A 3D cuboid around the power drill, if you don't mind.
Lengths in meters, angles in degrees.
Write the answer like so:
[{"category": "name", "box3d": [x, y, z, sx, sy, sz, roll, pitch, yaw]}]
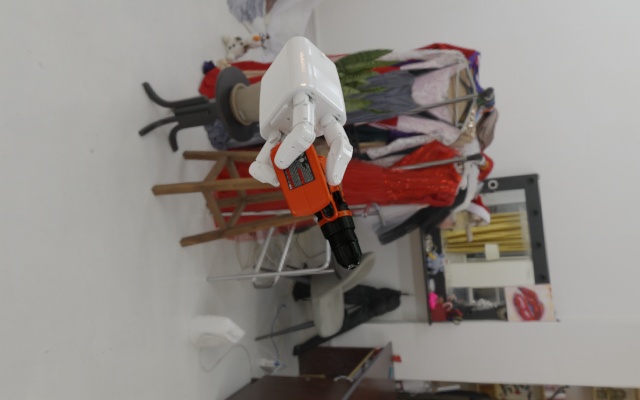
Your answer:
[{"category": "power drill", "box3d": [0.000, 0.002, 0.664, 0.057, 0.184, 0.188, -24, -18, 6]}]
